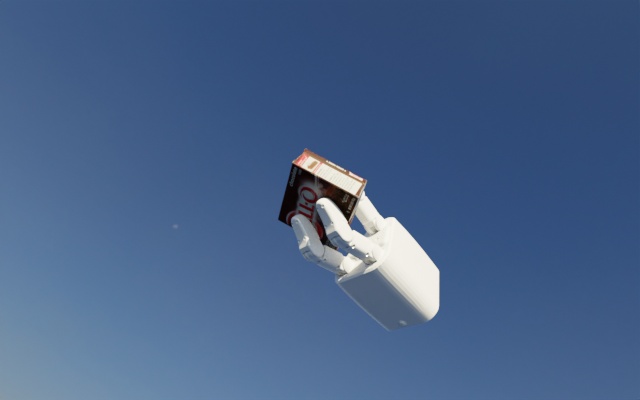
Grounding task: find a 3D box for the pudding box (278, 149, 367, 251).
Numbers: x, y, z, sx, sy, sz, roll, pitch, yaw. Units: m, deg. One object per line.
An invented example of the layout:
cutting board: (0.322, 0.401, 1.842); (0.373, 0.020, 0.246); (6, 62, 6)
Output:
pudding box: (0.000, 0.002, 0.602); (0.090, 0.114, 0.039); (27, 45, 8)
